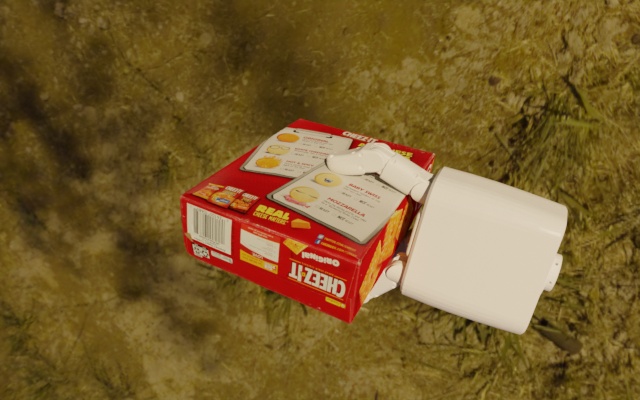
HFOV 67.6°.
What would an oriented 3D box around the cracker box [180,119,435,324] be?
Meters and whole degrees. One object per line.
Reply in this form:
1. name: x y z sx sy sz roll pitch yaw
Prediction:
1. cracker box: 0.000 0.001 0.460 0.164 0.072 0.213 18 33 19
